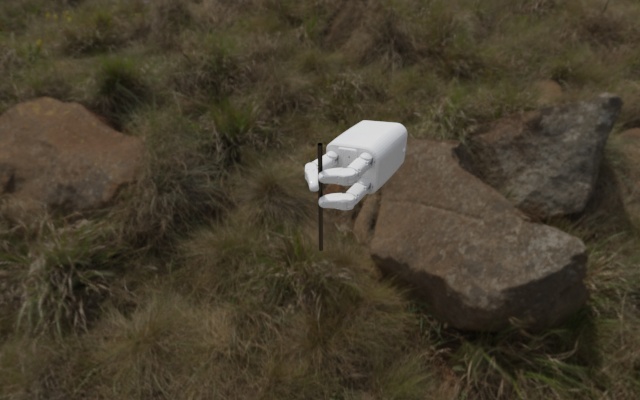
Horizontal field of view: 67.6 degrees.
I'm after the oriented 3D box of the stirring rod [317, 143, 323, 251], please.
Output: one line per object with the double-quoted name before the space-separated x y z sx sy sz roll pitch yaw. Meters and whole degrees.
"stirring rod" 0.000 0.003 0.816 0.011 0.240 0.011 0 42 0
